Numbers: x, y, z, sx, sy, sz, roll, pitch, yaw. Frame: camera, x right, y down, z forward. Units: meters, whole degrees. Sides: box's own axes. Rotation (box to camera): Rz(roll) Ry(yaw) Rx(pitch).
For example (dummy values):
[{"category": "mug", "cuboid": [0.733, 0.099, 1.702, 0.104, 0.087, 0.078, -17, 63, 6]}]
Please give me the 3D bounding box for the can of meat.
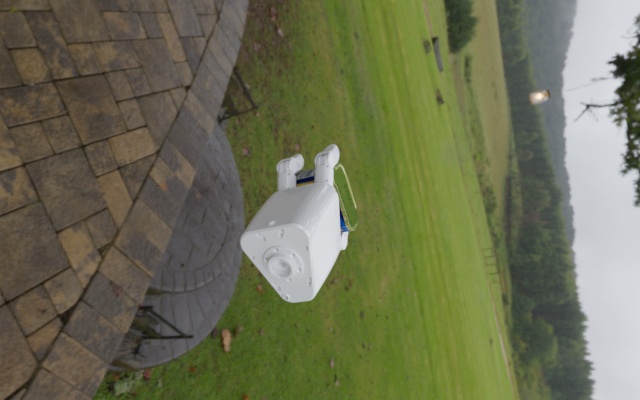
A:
[{"category": "can of meat", "cuboid": [0.000, 0.002, 0.686, 0.084, 0.102, 0.057, -11, 19, 24]}]
